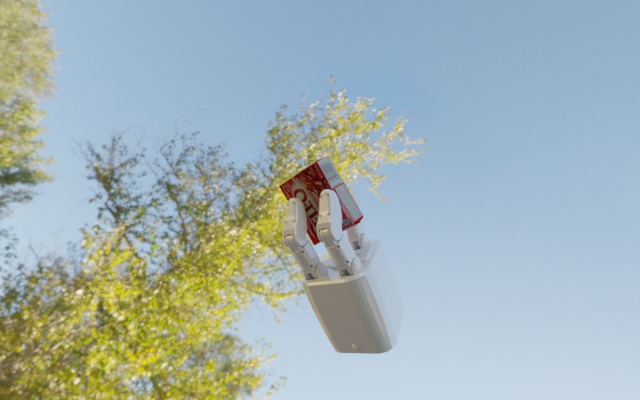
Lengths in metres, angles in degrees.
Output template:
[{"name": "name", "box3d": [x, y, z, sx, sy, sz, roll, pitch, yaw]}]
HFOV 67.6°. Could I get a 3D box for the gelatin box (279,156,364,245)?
[{"name": "gelatin box", "box3d": [0.000, 0.001, 0.584, 0.073, 0.089, 0.030, -30, 0, 41]}]
